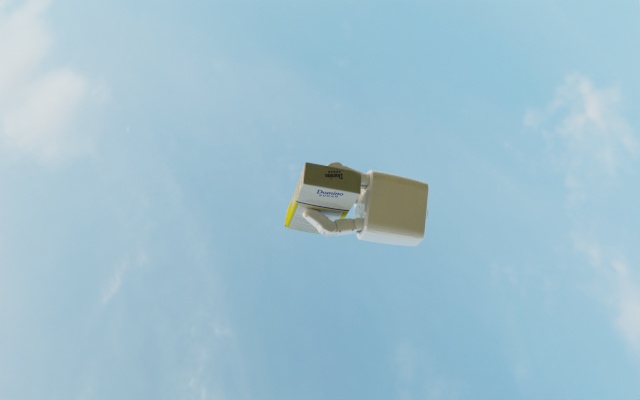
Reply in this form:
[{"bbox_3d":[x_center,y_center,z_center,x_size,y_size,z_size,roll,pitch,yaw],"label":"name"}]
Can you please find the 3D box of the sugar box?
[{"bbox_3d":[0.000,0.002,0.800,0.093,0.048,0.176,10,-30,-10],"label":"sugar box"}]
